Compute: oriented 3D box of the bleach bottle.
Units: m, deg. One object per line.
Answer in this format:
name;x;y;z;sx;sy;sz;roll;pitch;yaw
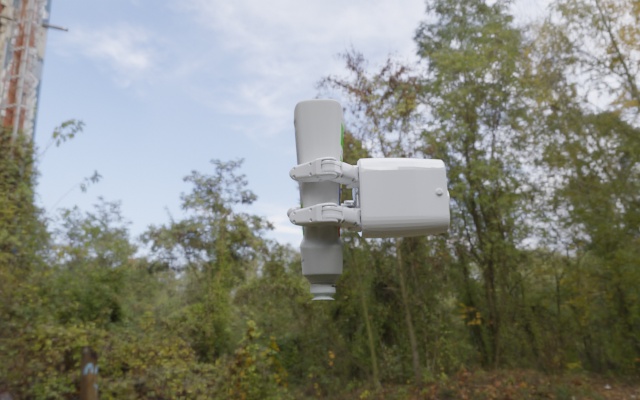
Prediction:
bleach bottle;0.000;0.002;0.620;0.068;0.250;0.102;-2;-14;0
